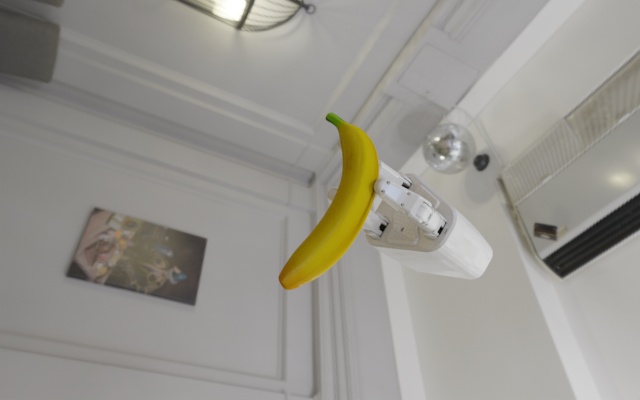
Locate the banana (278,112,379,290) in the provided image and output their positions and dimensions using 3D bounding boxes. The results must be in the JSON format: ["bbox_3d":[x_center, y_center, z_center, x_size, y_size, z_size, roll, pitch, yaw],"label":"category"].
[{"bbox_3d":[0.018,0.000,0.470,0.069,0.197,0.037,5,-28,22],"label":"banana"}]
